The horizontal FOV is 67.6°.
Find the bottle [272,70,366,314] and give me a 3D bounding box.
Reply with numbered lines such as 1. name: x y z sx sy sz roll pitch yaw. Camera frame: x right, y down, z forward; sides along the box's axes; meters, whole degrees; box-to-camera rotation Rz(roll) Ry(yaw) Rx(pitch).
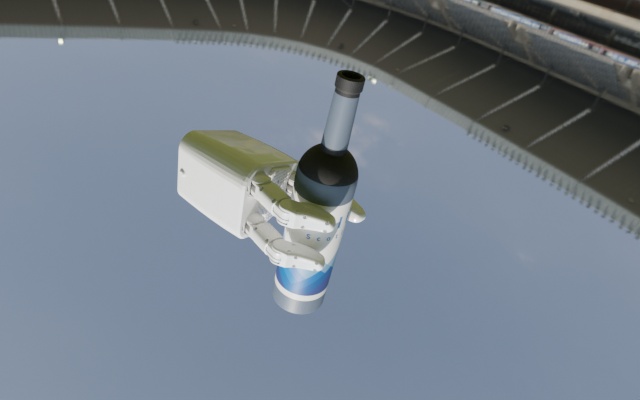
1. bottle: 0.000 0.002 0.527 0.069 0.296 0.069 9 34 -6
